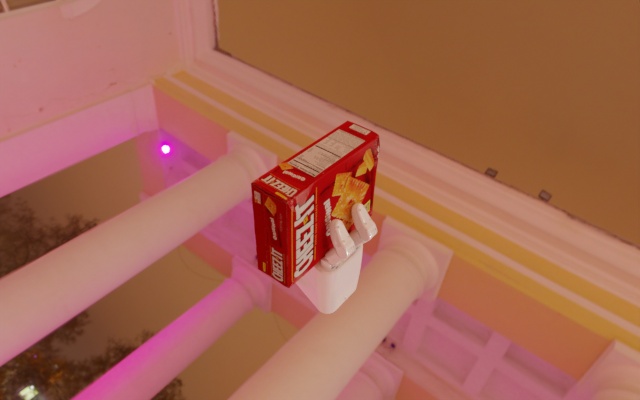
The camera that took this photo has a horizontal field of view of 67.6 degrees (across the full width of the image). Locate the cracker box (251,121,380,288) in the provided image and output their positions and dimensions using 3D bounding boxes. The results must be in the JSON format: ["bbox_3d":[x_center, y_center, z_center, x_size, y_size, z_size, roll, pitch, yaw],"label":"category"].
[{"bbox_3d":[0.000,0.002,0.707,0.072,0.164,0.213,27,45,28],"label":"cracker box"}]
